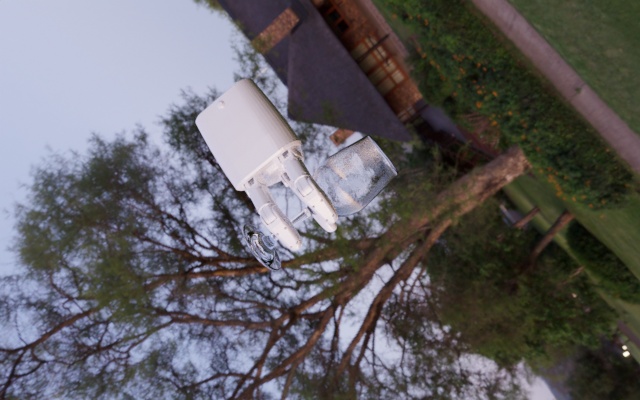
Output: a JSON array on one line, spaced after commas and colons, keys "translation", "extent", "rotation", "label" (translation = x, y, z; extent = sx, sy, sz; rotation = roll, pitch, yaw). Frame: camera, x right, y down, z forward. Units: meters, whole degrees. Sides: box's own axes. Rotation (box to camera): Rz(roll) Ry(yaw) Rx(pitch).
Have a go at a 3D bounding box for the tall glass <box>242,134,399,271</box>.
[{"translation": [0.000, 0.003, 0.605], "extent": [0.201, 0.079, 0.079], "rotation": [-37, -9, 11], "label": "tall glass"}]
